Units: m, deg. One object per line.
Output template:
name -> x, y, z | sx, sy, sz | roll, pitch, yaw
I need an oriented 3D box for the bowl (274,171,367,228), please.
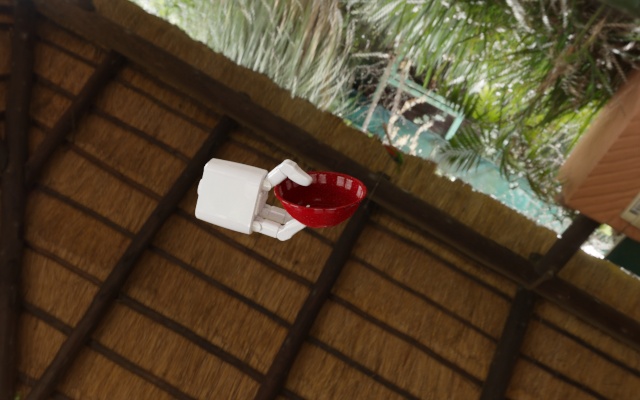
bowl -> 0.001, 0.003, 0.837 | 0.162, 0.055, 0.162 | 0, 25, 0
